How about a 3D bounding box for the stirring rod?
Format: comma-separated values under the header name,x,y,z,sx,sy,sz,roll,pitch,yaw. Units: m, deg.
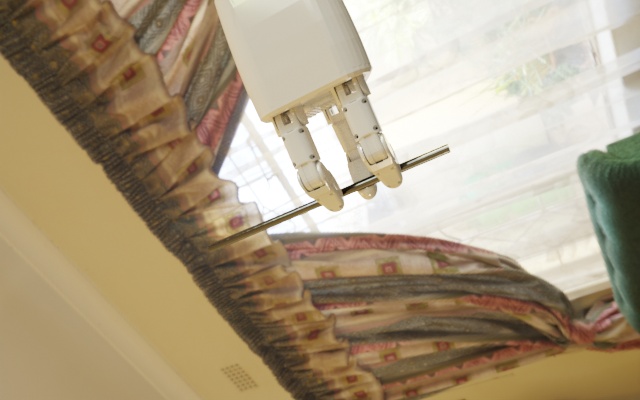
name,x,y,z,sx,sy,sz,roll,pitch,yaw
stirring rod,0.000,0.001,0.428,0.239,0.011,0.011,-23,-7,16
